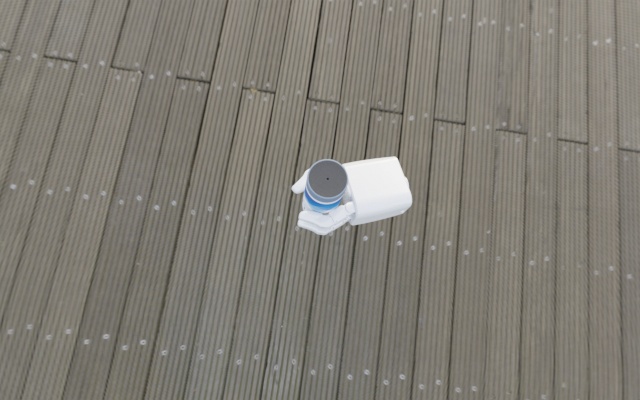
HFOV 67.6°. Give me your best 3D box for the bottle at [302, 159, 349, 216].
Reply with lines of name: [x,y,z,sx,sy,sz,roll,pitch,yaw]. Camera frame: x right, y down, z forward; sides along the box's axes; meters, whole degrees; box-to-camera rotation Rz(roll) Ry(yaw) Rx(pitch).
bottle: [0.000,0.003,0.897,0.069,0.069,0.296,0,-15,-5]
